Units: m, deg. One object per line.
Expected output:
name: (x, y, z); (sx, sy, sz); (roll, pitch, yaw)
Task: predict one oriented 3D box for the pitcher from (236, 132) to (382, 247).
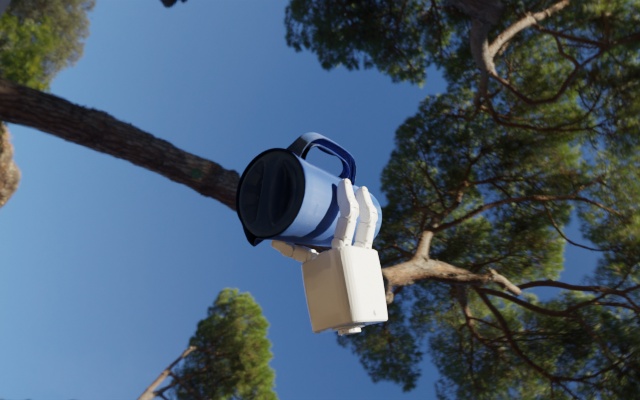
pitcher: (0.000, 0.003, 0.758); (0.149, 0.145, 0.243); (-21, -23, 32)
